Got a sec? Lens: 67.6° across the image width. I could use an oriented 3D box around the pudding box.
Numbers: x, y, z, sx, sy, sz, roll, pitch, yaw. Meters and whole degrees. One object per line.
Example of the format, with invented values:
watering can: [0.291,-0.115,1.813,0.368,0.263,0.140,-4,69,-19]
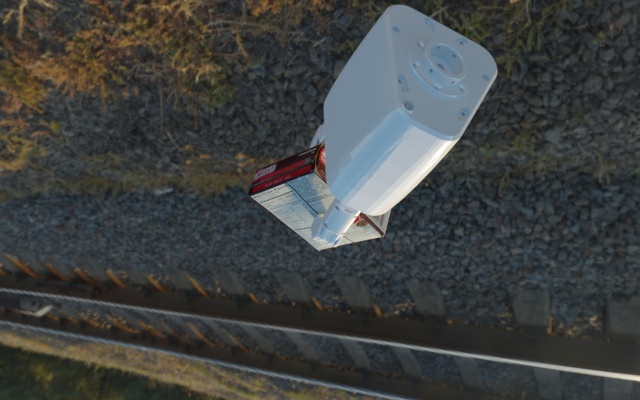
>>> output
pudding box: [0.000,0.002,0.467,0.090,0.039,0.113,-16,-47,39]
